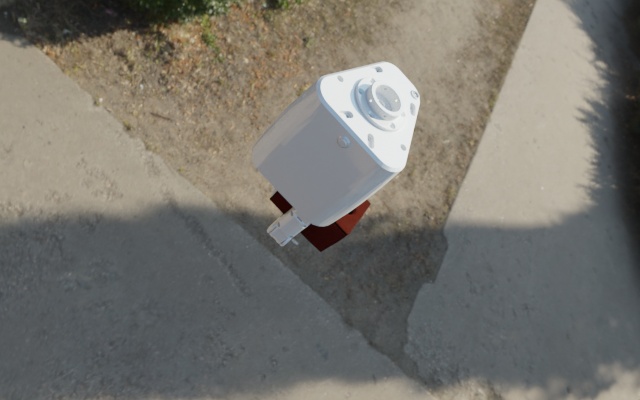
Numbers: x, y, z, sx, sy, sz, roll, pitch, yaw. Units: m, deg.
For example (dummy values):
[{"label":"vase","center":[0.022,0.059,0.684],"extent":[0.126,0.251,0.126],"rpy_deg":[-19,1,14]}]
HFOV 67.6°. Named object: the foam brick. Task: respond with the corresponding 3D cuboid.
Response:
[{"label":"foam brick","center":[0.000,0.002,0.476],"extent":[0.051,0.078,0.053],"rpy_deg":[-37,9,48]}]
